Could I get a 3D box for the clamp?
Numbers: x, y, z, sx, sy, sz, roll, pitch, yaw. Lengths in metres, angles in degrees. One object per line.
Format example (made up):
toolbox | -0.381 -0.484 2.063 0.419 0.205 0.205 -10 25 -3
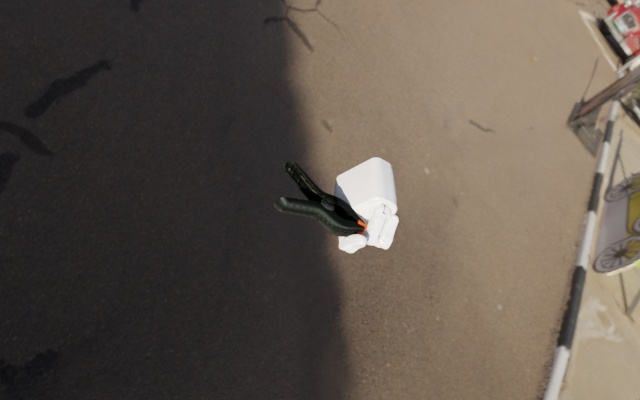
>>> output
clamp | 0.001 0.002 0.786 0.171 0.120 0.039 29 -50 -26
